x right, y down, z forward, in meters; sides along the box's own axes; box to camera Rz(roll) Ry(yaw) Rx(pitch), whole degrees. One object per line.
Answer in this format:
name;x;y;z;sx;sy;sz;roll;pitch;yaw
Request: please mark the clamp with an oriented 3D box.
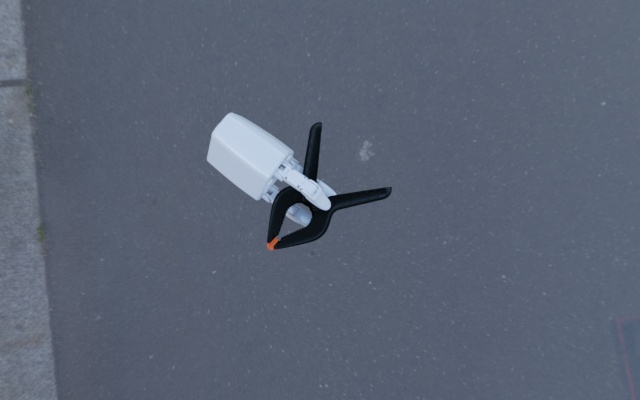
clamp;0.000;0.003;0.742;0.164;0.210;0.036;36;-11;1
